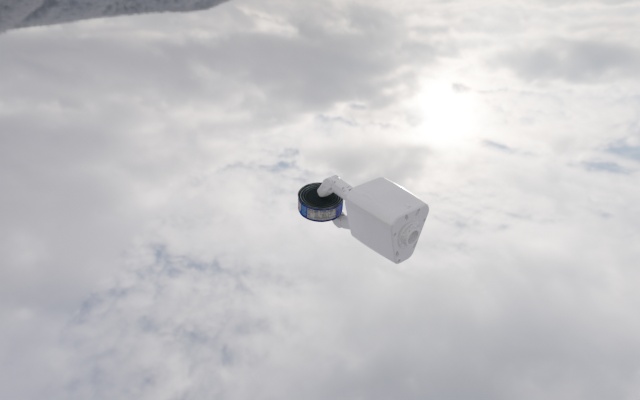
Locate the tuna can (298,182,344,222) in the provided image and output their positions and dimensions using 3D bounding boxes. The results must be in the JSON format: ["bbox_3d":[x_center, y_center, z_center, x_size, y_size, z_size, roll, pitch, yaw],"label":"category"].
[{"bbox_3d":[0.000,0.003,0.886,0.086,0.034,0.086,2,35,-1],"label":"tuna can"}]
